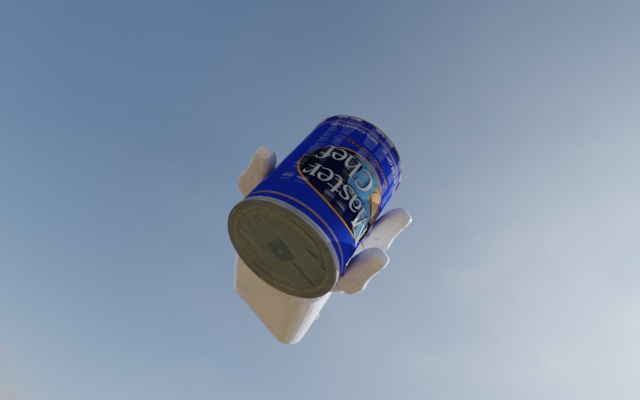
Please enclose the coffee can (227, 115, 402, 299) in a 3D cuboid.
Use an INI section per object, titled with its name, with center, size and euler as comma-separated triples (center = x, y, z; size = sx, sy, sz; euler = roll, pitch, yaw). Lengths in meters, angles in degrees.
[coffee can]
center = 0.000, 0.001, 0.427
size = 0.103, 0.103, 0.140
euler = 0, 35, 36
